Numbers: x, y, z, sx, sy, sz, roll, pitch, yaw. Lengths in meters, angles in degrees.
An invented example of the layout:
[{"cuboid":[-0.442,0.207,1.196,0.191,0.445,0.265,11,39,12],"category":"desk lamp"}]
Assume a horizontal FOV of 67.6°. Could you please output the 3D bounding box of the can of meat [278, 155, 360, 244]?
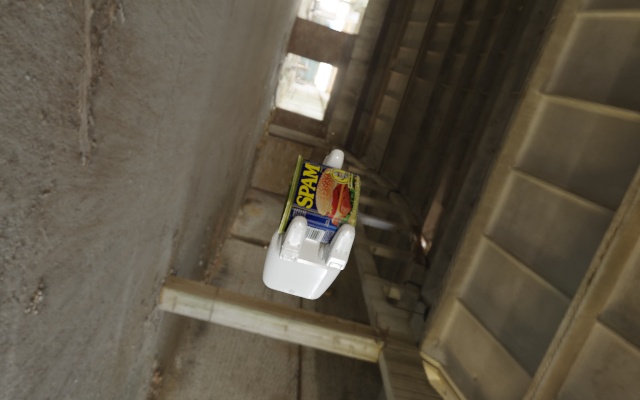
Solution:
[{"cuboid":[0.000,0.002,0.590,0.084,0.102,0.057,16,-40,-6],"category":"can of meat"}]
